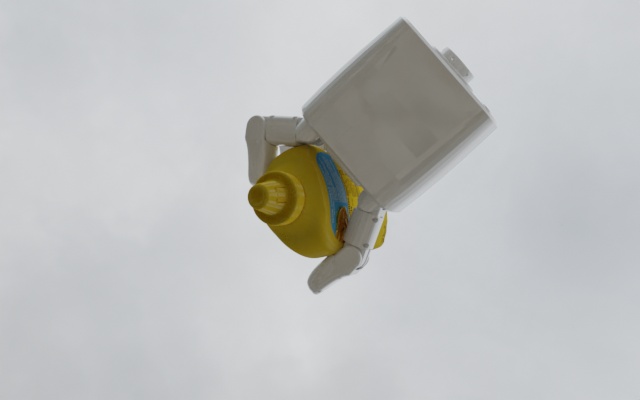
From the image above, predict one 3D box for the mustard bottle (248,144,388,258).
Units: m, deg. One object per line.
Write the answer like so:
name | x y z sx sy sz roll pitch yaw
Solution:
mustard bottle | 0.000 0.002 0.418 0.058 0.096 0.191 -15 -9 25
